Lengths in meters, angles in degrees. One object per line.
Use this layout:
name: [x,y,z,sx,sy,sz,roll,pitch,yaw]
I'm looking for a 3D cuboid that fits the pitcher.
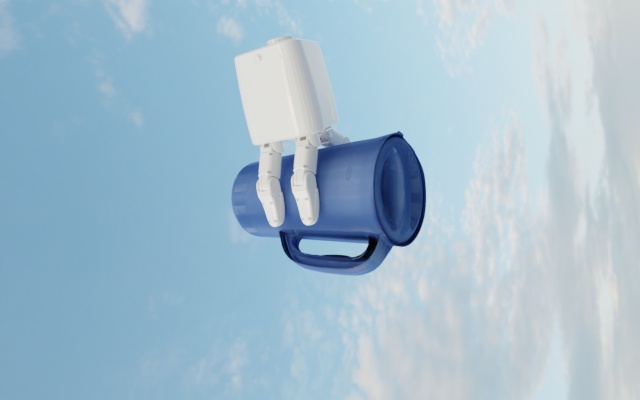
pitcher: [0.000,0.002,0.614,0.243,0.145,0.149,-4,14,36]
